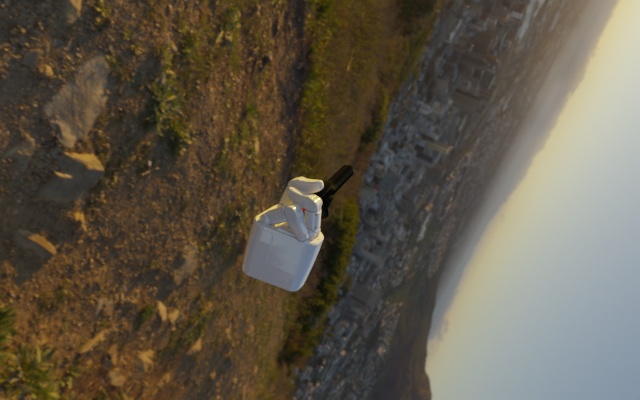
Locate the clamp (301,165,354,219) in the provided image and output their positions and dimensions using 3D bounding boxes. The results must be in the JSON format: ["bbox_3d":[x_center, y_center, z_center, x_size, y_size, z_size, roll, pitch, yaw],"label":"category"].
[{"bbox_3d":[0.001,0.003,0.863,0.039,0.120,0.171,30,28,17],"label":"clamp"}]
